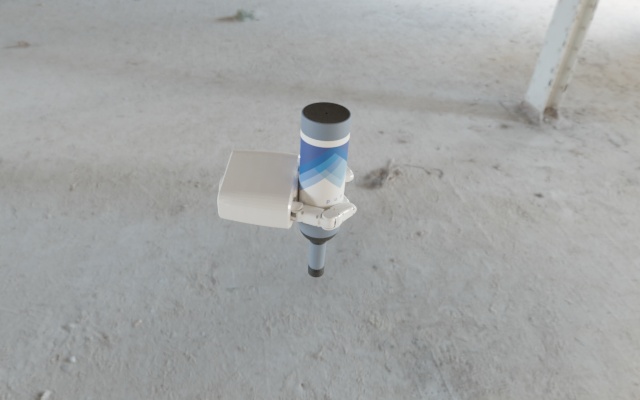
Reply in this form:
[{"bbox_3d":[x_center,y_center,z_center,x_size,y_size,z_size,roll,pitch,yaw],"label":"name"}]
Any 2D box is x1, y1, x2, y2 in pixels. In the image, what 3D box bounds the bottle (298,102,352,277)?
[{"bbox_3d":[0.000,0.002,0.715,0.069,0.296,0.069,2,37,-2],"label":"bottle"}]
